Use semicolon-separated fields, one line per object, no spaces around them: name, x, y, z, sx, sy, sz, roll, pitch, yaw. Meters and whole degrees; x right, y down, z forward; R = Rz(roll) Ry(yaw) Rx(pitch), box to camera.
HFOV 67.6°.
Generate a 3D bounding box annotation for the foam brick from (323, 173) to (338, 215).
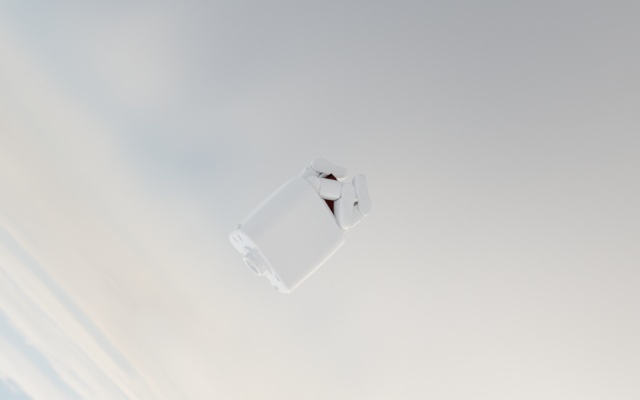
foam brick;0.000;0.002;0.687;0.051;0.053;0.078;-43;8;-23
